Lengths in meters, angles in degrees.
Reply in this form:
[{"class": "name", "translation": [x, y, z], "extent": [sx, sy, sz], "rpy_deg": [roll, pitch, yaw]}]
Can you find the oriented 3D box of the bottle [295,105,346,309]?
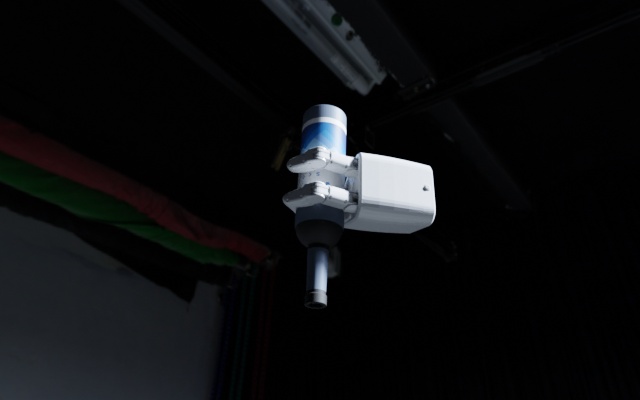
[{"class": "bottle", "translation": [0.000, 0.002, 0.661], "extent": [0.069, 0.295, 0.069], "rpy_deg": [2, -29, 1]}]
